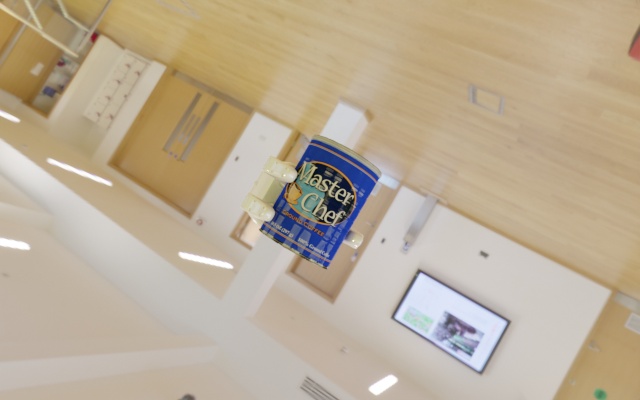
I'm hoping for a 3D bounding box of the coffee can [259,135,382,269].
[{"bbox_3d":[0.000,0.002,0.612,0.103,0.140,0.103,30,-3,2],"label":"coffee can"}]
